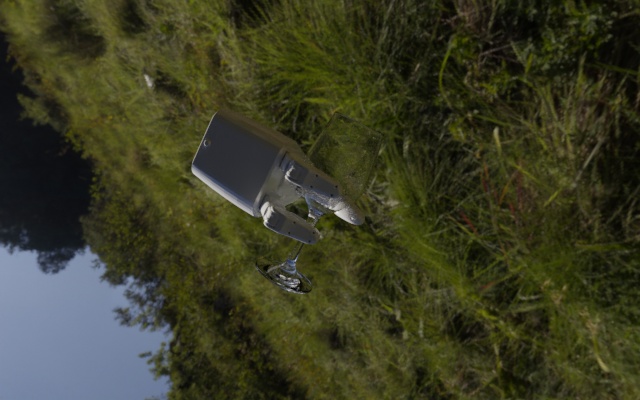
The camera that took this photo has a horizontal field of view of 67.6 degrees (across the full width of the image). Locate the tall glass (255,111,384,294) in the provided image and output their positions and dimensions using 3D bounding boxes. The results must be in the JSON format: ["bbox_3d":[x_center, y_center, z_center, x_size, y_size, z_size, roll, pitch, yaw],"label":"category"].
[{"bbox_3d":[0.000,0.002,0.548,0.079,0.201,0.079,26,10,-5],"label":"tall glass"}]
